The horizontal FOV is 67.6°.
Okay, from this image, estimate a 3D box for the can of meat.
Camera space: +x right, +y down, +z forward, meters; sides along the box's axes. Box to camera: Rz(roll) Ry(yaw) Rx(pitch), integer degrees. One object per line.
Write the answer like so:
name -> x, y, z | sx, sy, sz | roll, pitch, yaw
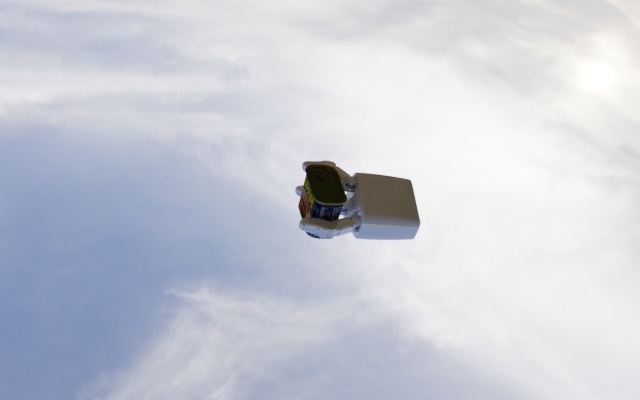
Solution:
can of meat -> 0.000, 0.003, 0.808 | 0.057, 0.084, 0.102 | 1, 41, -17
